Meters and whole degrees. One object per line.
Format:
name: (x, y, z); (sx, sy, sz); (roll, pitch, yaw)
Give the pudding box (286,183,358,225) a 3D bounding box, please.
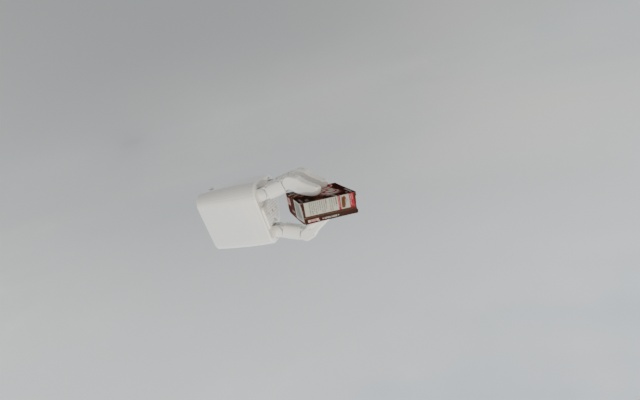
pudding box: (0.000, 0.003, 0.766); (0.090, 0.039, 0.113); (-14, 14, -13)
